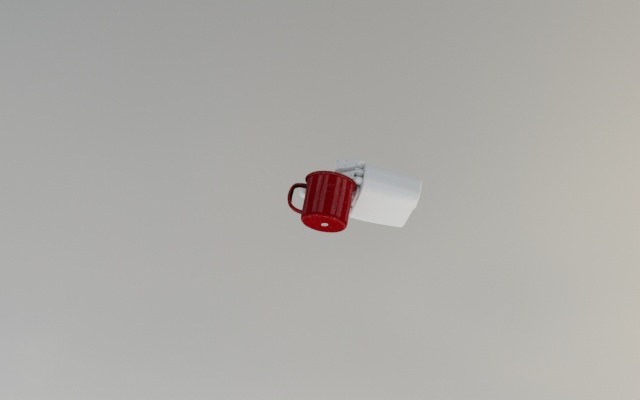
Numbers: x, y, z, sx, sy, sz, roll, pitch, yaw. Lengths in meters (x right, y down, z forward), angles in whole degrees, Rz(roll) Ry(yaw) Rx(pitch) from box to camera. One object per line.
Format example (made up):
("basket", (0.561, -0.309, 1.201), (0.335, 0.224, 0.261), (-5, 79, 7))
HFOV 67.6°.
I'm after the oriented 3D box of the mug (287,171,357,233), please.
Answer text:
("mug", (-0.001, 0.003, 0.831), (0.117, 0.081, 0.093), (12, -23, -3))
